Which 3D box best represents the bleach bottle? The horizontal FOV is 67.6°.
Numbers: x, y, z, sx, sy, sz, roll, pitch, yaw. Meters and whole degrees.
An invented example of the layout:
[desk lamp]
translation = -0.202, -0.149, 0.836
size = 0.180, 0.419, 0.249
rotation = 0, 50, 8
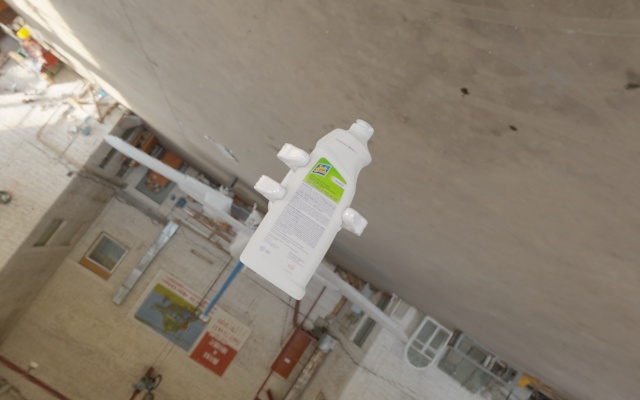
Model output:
[bleach bottle]
translation = 0.000, 0.002, 0.651
size = 0.102, 0.251, 0.068
rotation = 35, -9, -5
